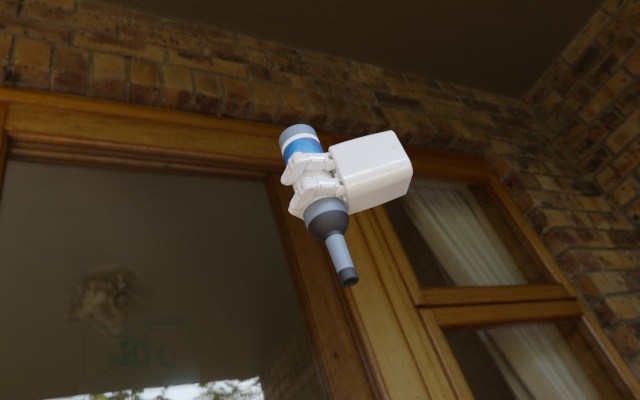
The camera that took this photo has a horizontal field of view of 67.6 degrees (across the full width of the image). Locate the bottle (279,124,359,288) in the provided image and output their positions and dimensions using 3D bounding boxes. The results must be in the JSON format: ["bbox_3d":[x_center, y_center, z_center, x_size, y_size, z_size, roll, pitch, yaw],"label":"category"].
[{"bbox_3d":[0.000,0.002,0.743,0.069,0.295,0.069,-13,-38,-10],"label":"bottle"}]
